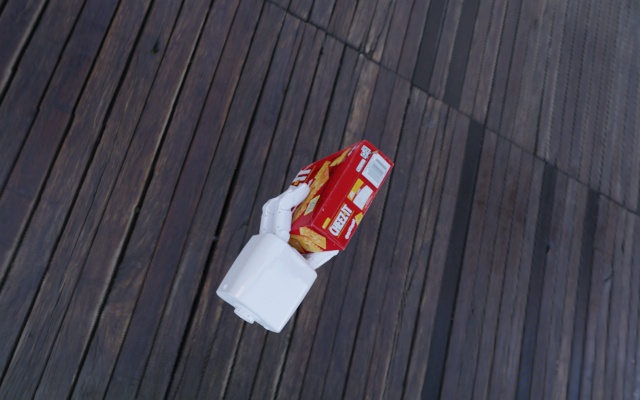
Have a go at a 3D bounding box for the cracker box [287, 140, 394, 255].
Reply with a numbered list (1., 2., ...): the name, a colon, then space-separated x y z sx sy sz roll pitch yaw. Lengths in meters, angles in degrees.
1. cracker box: 0.000 0.003 0.774 0.072 0.164 0.214 40 -24 -17
